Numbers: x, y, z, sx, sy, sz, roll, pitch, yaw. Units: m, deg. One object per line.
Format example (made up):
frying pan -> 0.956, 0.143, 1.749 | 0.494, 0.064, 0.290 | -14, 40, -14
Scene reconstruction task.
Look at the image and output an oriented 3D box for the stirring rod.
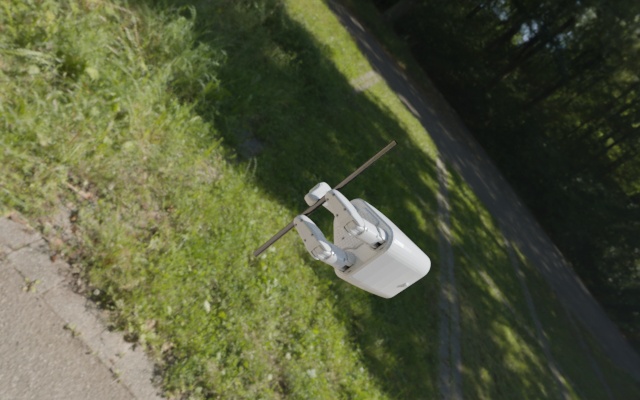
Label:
stirring rod -> 0.000, 0.002, 0.600 | 0.239, 0.011, 0.011 | -39, -16, 21
